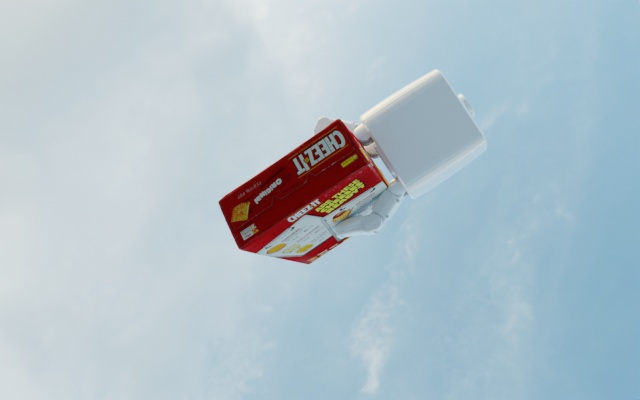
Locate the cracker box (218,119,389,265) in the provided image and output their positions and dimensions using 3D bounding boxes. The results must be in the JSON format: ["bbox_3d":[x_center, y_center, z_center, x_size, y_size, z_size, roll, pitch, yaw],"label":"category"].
[{"bbox_3d":[0.000,0.002,0.590,0.164,0.072,0.214,-34,-20,9],"label":"cracker box"}]
